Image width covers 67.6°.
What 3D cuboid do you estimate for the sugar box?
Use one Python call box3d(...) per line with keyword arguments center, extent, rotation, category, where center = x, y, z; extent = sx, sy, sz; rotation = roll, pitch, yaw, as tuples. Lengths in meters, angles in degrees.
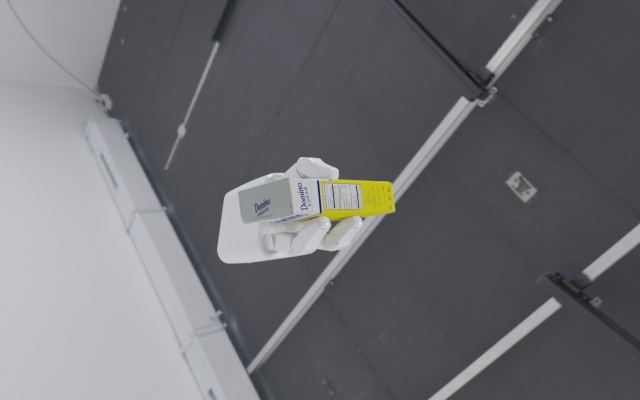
box3d(center=(0.000, 0.002, 0.575), extent=(0.176, 0.048, 0.093), rotation=(-4, -6, -44), category="sugar box")
